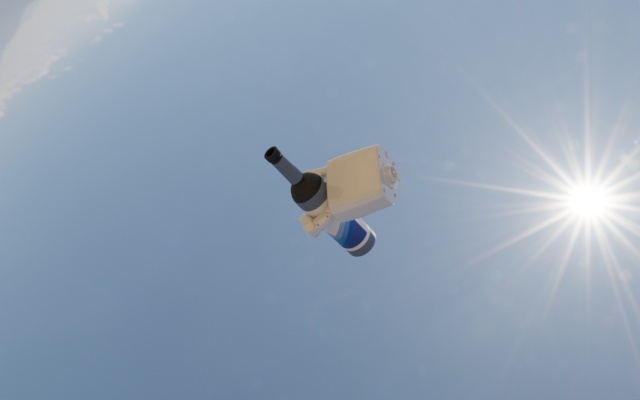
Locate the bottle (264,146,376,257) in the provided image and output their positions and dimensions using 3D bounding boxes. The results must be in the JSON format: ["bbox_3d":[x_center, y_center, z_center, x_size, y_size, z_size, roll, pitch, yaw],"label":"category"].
[{"bbox_3d":[0.000,0.003,0.882,0.069,0.069,0.296,0,-34,44],"label":"bottle"}]
